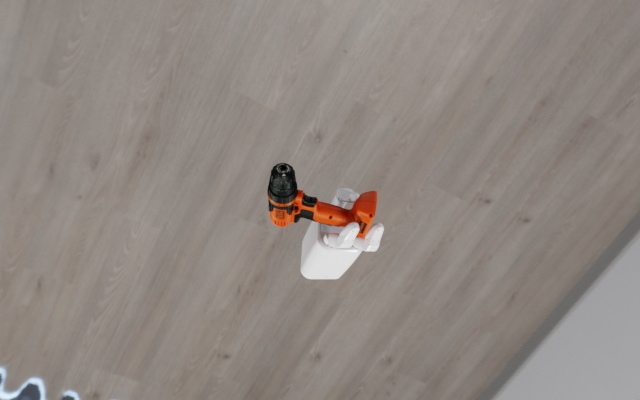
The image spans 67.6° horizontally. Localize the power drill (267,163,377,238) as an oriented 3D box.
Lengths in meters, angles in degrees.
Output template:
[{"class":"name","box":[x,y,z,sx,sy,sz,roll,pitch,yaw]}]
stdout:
[{"class":"power drill","box":[0.001,0.003,0.832,0.187,0.057,0.184,11,-26,0]}]
